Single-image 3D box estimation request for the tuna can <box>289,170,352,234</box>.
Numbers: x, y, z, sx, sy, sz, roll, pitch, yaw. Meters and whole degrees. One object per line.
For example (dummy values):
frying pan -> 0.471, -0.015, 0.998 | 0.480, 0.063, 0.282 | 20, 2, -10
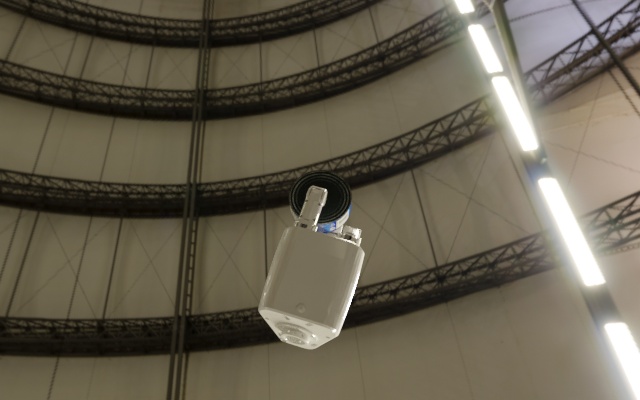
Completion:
tuna can -> 0.000, 0.002, 0.659 | 0.086, 0.086, 0.034 | 0, -31, 0
